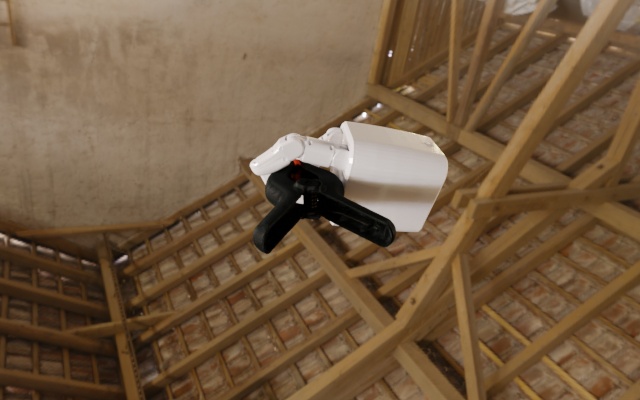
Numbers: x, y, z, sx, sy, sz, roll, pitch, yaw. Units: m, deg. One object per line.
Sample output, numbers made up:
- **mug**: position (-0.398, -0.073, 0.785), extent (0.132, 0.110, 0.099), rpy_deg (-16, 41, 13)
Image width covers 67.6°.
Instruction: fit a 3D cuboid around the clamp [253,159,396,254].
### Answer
- **clamp**: position (0.000, 0.002, 0.456), extent (0.120, 0.039, 0.171), rpy_deg (7, 26, -8)
